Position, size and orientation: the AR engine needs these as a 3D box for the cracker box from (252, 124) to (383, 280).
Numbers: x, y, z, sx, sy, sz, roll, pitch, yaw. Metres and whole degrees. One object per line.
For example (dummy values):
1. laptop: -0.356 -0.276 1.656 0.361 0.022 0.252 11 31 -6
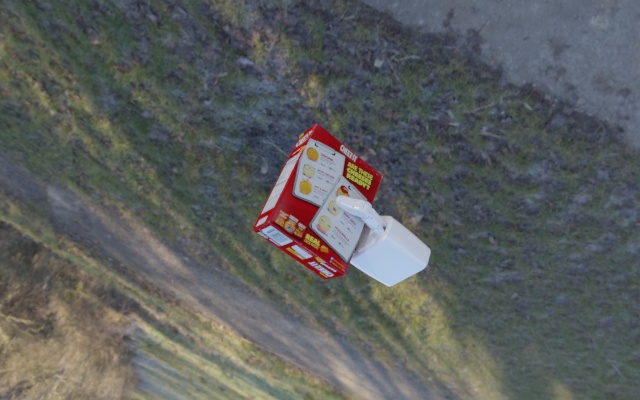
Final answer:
1. cracker box: 0.000 0.003 0.825 0.164 0.213 0.072 36 -33 -21
